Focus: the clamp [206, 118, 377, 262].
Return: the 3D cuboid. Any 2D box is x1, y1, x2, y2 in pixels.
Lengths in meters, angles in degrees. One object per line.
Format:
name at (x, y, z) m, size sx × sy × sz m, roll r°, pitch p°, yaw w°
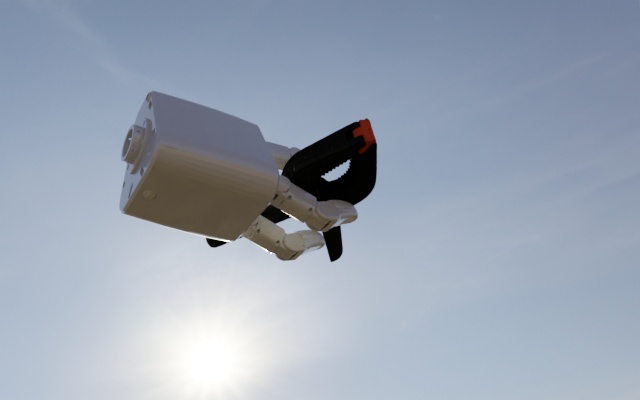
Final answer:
clamp at (0.000, 0.001, 0.487) m, size 0.164 × 0.036 × 0.210 m, roll 15°, pitch -44°, yaw -34°
